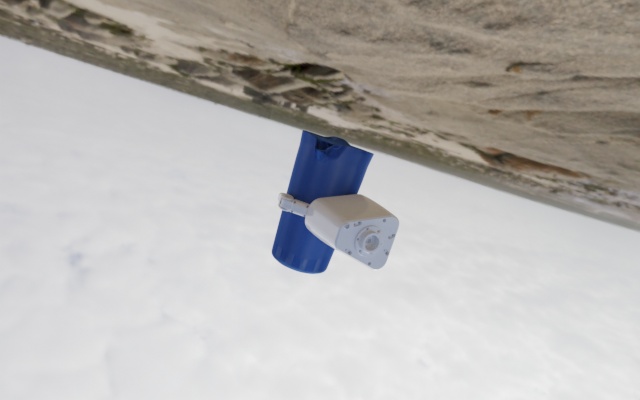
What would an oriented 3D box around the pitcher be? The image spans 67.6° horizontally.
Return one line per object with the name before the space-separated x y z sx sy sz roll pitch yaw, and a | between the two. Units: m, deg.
pitcher | 0.000 0.003 0.871 0.149 0.243 0.145 14 10 -29
